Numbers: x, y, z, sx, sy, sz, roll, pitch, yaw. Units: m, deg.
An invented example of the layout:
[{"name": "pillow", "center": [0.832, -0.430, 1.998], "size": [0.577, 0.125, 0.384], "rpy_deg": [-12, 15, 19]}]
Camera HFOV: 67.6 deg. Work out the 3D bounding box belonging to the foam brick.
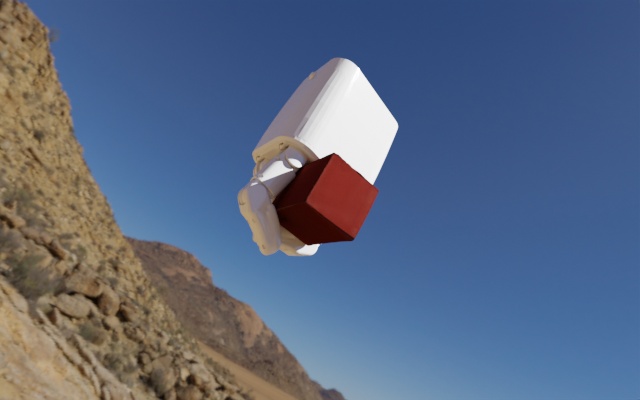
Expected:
[{"name": "foam brick", "center": [0.000, 0.001, 0.401], "size": [0.053, 0.051, 0.078], "rpy_deg": [40, -24, -19]}]
